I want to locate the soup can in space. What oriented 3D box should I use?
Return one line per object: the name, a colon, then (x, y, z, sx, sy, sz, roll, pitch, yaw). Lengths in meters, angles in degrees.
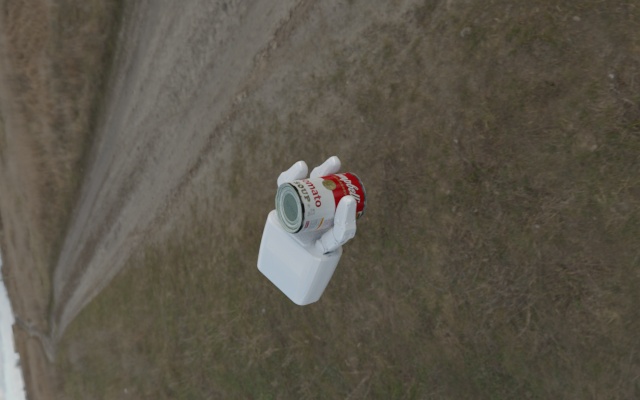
soup can: (0.000, 0.002, 0.628, 0.102, 0.068, 0.068, -11, 6, -34)
